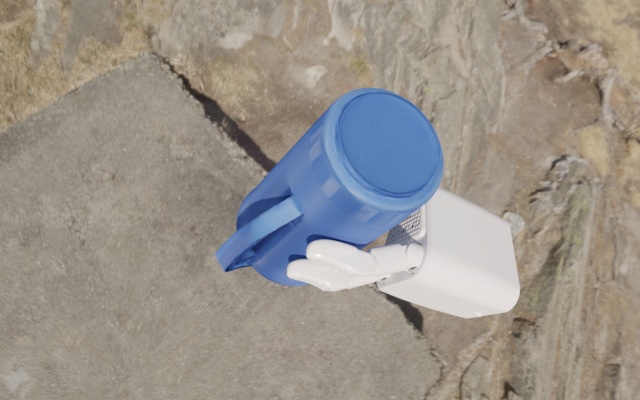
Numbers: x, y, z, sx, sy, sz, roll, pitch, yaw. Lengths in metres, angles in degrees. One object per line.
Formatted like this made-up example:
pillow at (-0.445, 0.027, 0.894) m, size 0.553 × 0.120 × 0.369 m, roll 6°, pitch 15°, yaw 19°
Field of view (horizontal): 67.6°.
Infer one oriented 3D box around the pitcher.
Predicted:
pitcher at (0.000, 0.002, 0.464) m, size 0.145 × 0.149 × 0.243 m, roll 22°, pitch -27°, yaw -14°
